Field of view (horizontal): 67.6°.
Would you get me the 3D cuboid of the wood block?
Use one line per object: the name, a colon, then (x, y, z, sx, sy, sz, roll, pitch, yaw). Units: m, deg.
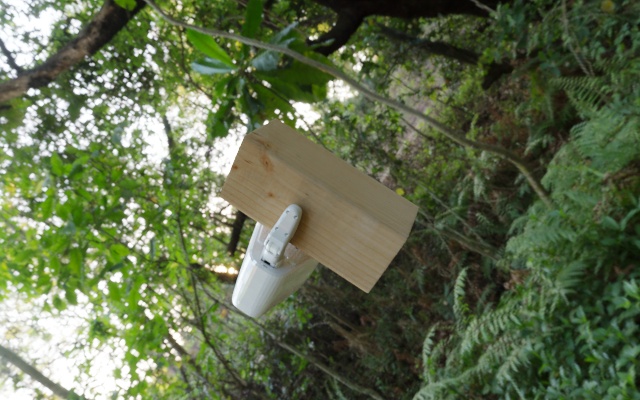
wood block: (0.000, 0.002, 0.562, 0.206, 0.090, 0.090, 32, 30, 4)
